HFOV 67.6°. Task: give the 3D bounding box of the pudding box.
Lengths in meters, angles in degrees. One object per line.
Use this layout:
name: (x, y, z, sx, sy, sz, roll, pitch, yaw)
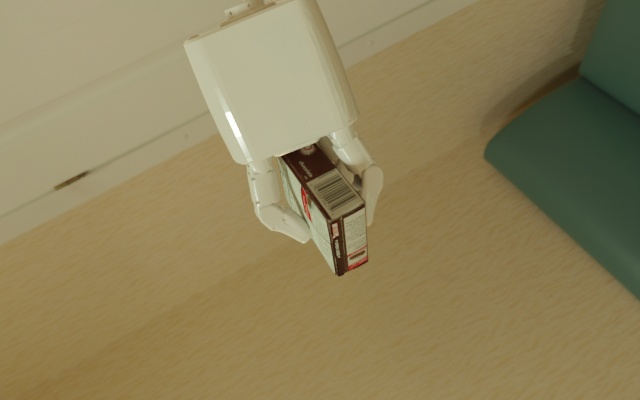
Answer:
pudding box: (0.000, 0.001, 0.444, 0.039, 0.113, 0.090, -25, -38, -12)
